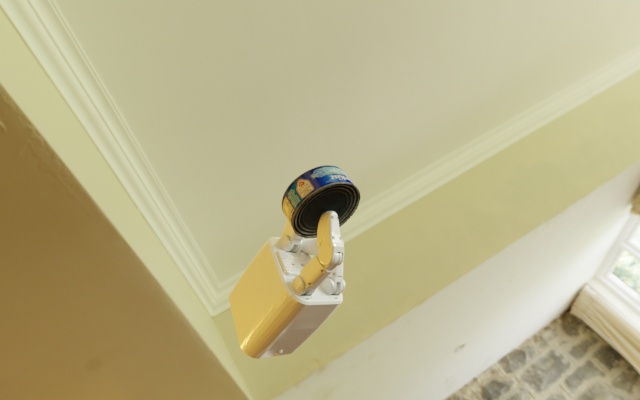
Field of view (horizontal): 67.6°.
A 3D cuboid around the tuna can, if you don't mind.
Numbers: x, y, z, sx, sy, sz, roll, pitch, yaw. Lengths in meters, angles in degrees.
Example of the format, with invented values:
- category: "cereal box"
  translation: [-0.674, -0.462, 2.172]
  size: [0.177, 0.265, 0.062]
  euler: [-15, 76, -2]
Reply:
- category: "tuna can"
  translation: [0.000, 0.001, 0.541]
  size: [0.086, 0.086, 0.033]
  euler: [0, 43, -39]
